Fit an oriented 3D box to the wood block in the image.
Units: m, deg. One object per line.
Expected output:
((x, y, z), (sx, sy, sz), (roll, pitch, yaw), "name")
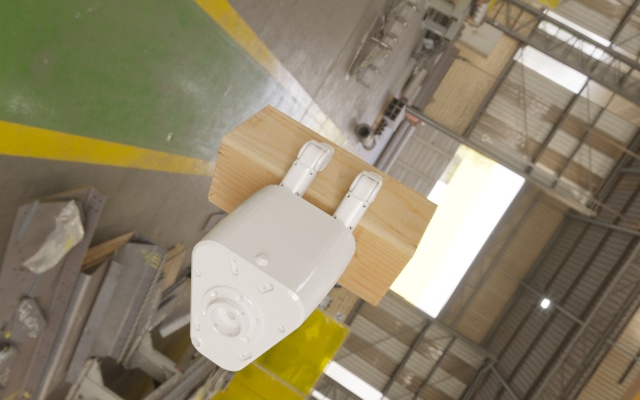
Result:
((0.000, 0.002, 0.491), (0.206, 0.091, 0.090), (32, 42, 7), "wood block")
